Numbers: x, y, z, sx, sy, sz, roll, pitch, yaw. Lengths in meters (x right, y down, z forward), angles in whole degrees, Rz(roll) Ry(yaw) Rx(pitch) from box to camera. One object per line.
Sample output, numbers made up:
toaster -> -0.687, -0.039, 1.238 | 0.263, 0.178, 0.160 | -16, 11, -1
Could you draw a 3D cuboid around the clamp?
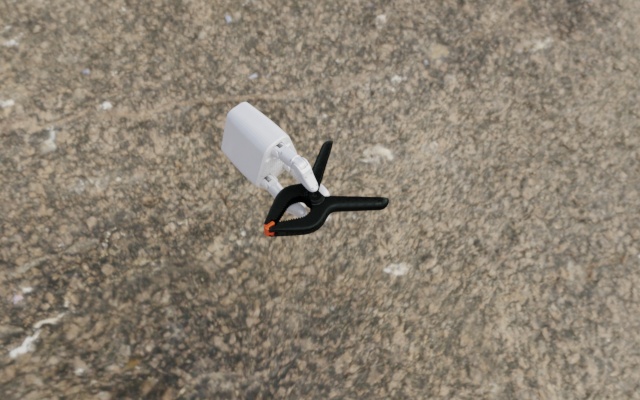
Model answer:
clamp -> 0.000, 0.002, 0.802 | 0.210, 0.164, 0.036 | -40, -22, -23
